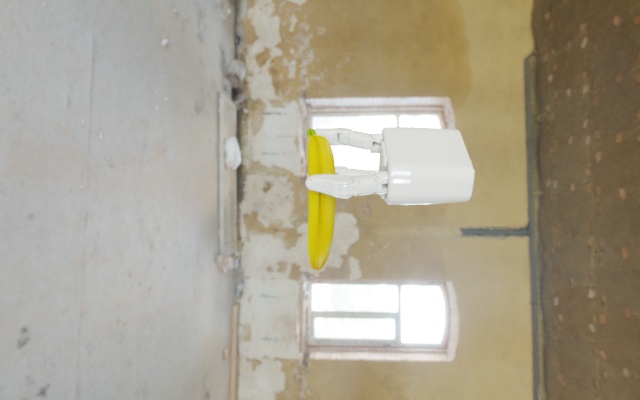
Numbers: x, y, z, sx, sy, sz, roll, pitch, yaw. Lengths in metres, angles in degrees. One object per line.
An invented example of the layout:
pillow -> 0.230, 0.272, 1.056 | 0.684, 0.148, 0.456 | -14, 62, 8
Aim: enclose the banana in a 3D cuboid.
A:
banana -> 0.001, -0.001, 0.640 | 0.037, 0.198, 0.069 | 0, 1, -3
